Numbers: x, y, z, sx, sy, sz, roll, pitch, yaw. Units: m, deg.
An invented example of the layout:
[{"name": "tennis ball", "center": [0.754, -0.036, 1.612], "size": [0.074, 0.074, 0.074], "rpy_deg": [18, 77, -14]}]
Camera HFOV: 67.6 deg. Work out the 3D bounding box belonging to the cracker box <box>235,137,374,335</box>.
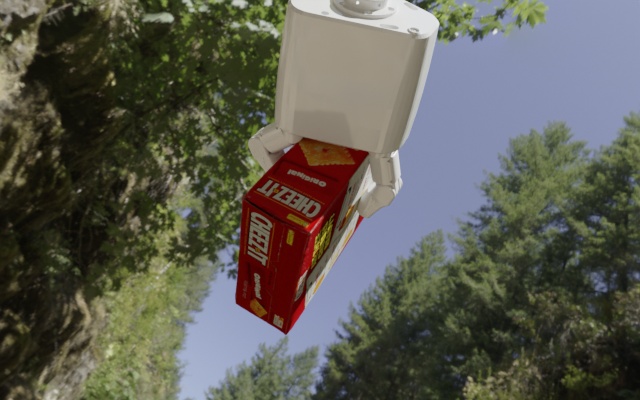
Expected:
[{"name": "cracker box", "center": [0.000, 0.002, 0.486], "size": [0.072, 0.164, 0.213], "rpy_deg": [27, 48, 13]}]
